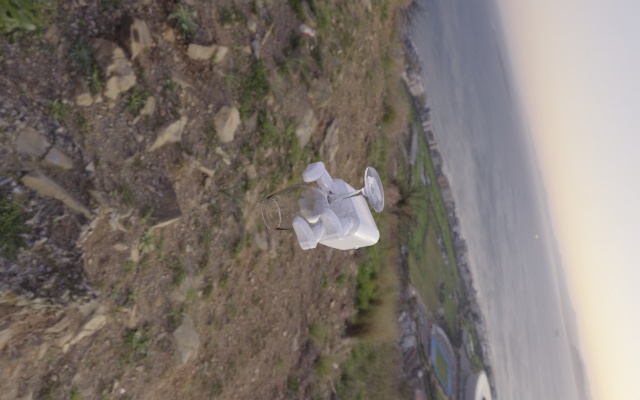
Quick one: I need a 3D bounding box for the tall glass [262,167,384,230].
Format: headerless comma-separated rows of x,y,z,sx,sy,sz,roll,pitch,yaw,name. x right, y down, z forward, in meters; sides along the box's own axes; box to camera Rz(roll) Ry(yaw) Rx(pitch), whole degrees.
0.001,0.002,0.804,0.201,0.079,0.079,-13,-6,25,tall glass
